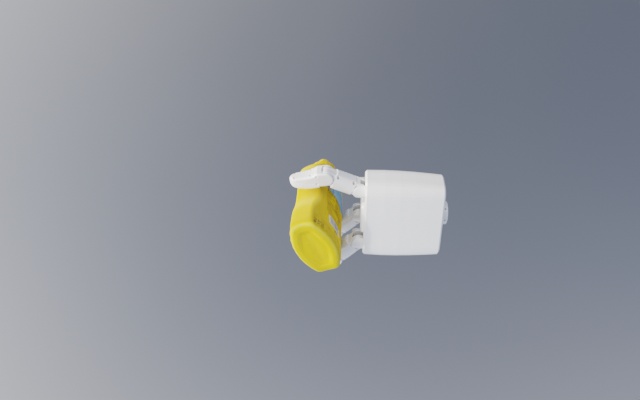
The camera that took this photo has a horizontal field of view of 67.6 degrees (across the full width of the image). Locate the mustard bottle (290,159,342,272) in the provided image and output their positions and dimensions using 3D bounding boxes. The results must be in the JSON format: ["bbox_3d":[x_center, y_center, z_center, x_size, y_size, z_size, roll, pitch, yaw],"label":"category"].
[{"bbox_3d":[0.000,0.002,0.693,0.058,0.096,0.191,-18,37,19],"label":"mustard bottle"}]
